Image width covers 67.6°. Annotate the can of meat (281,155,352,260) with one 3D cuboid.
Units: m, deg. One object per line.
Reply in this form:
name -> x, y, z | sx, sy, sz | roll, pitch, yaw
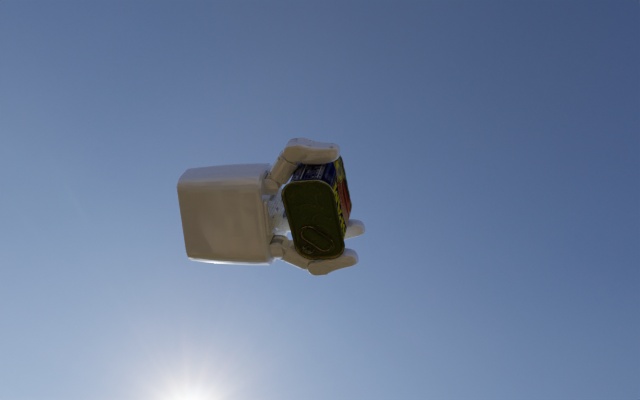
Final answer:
can of meat -> 0.000, 0.002, 0.542 | 0.057, 0.102, 0.084 | -4, 31, 15
